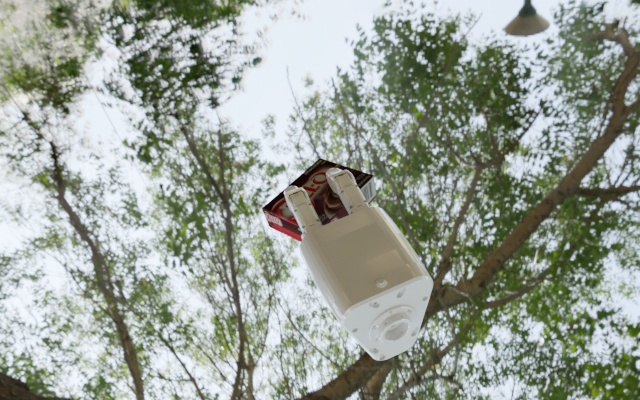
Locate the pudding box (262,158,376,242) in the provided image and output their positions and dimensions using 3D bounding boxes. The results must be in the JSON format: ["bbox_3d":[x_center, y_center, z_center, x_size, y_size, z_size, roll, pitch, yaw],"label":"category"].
[{"bbox_3d":[0.000,0.002,0.579,0.090,0.039,0.113,22,51,37],"label":"pudding box"}]
